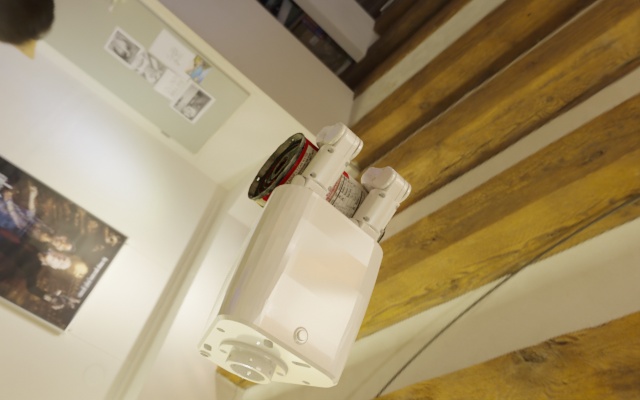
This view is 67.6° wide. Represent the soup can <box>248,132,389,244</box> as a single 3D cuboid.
[{"bbox_3d":[0.000,0.001,0.401,0.102,0.068,0.068,39,-16,-20],"label":"soup can"}]
